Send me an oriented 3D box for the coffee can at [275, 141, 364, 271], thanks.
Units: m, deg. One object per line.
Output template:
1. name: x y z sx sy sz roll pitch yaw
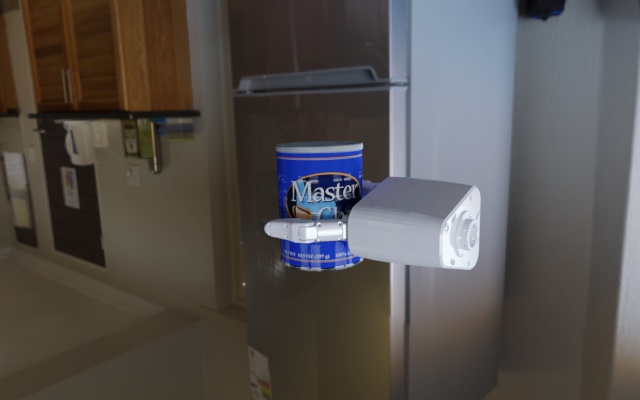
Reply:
1. coffee can: 0.000 0.002 0.573 0.103 0.140 0.103 -2 10 0
